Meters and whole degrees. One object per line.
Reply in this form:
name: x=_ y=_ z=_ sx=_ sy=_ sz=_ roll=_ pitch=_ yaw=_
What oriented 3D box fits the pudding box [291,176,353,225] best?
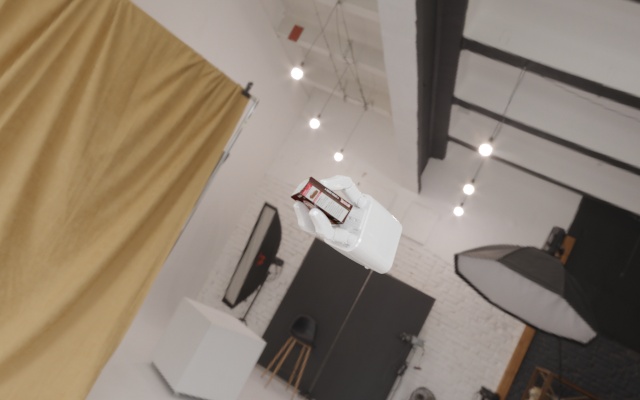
pudding box: x=0.000 y=0.003 z=0.817 sx=0.090 sy=0.039 sz=0.113 roll=34 pitch=-11 yaw=-7
